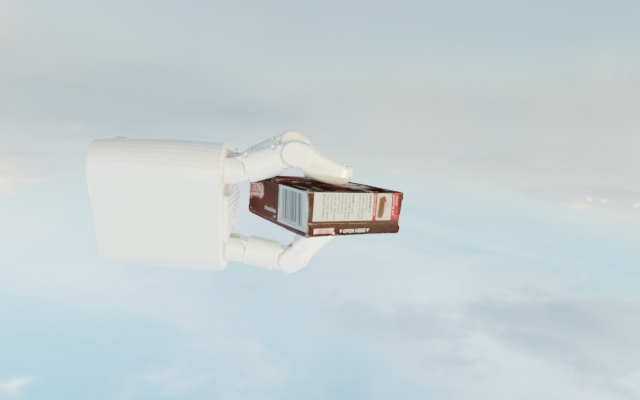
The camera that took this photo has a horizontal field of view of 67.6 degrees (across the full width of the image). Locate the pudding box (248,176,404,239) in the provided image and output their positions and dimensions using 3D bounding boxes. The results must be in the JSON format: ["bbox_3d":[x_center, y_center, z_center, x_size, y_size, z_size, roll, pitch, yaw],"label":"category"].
[{"bbox_3d":[0.000,0.002,0.408,0.090,0.039,0.113,-1,11,-31],"label":"pudding box"}]
